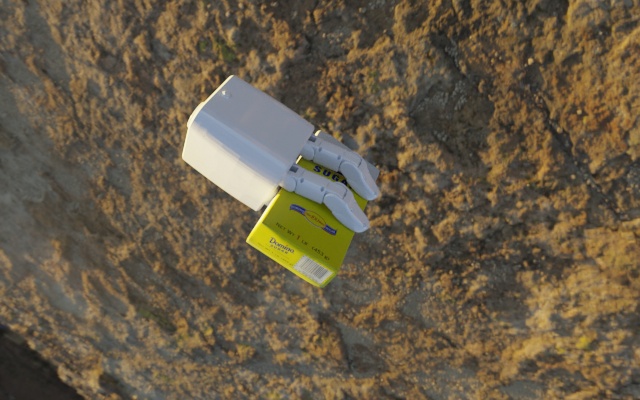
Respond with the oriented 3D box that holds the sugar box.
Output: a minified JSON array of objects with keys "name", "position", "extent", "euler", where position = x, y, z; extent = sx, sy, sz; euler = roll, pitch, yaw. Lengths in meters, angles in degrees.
[{"name":"sugar box","position":[0.000,0.001,0.529],"extent":[0.093,0.176,0.048],"euler":[34,-44,-7]}]
